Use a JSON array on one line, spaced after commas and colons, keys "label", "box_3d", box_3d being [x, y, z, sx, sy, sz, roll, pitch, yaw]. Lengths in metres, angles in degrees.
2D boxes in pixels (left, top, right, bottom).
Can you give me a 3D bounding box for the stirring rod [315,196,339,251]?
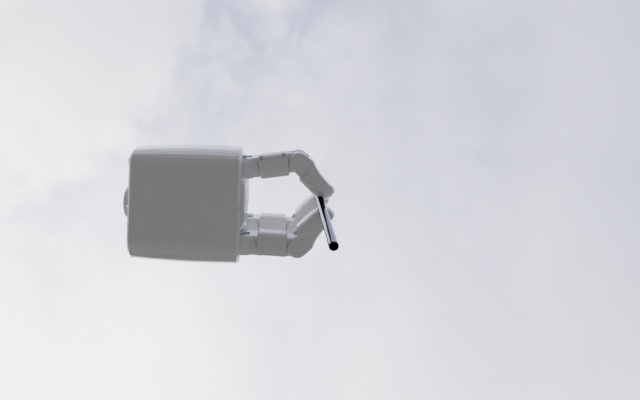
[{"label": "stirring rod", "box_3d": [0.000, 0.002, 0.479, 0.011, 0.011, 0.239, 0, 16, -5]}]
